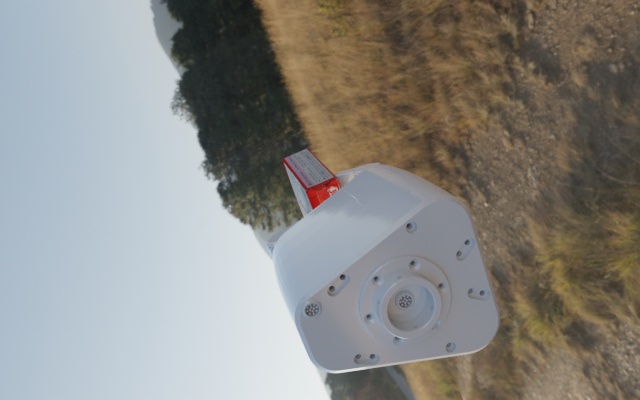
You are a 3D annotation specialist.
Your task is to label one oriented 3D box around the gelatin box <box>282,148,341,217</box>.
[{"bbox_3d":[0.000,0.001,0.426,0.030,0.073,0.089,-24,27,-9],"label":"gelatin box"}]
